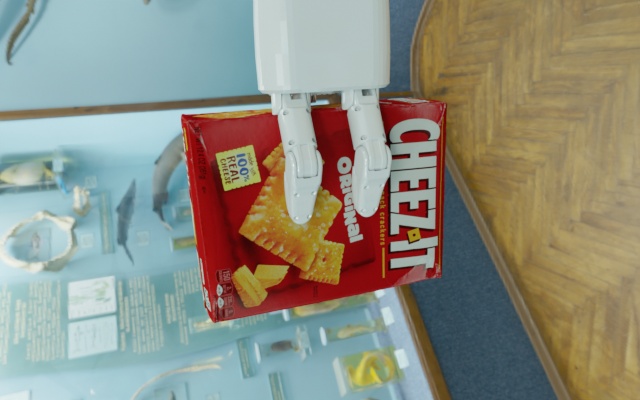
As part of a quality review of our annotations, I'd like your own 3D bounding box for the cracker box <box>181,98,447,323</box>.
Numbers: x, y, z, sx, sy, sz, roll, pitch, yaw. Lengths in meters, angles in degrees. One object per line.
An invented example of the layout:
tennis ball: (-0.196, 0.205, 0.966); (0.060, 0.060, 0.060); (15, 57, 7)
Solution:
cracker box: (0.000, 0.001, 0.410); (0.213, 0.164, 0.072); (-8, 17, -17)
